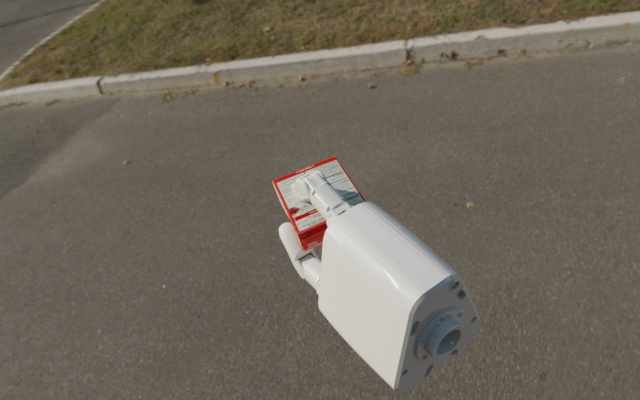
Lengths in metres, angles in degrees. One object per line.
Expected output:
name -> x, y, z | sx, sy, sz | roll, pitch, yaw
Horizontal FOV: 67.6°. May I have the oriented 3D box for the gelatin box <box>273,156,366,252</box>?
gelatin box -> 0.000, 0.001, 0.483 | 0.073, 0.030, 0.089 | -23, 45, -7
